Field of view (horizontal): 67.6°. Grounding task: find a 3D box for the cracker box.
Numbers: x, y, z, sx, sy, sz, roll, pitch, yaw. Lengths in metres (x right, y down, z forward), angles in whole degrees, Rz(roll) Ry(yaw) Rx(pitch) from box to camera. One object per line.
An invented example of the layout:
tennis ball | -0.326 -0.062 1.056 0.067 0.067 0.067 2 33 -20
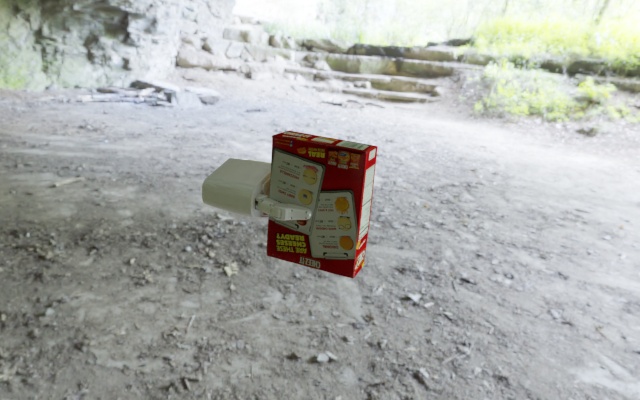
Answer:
cracker box | 0.000 0.002 0.792 0.164 0.214 0.072 12 21 21
